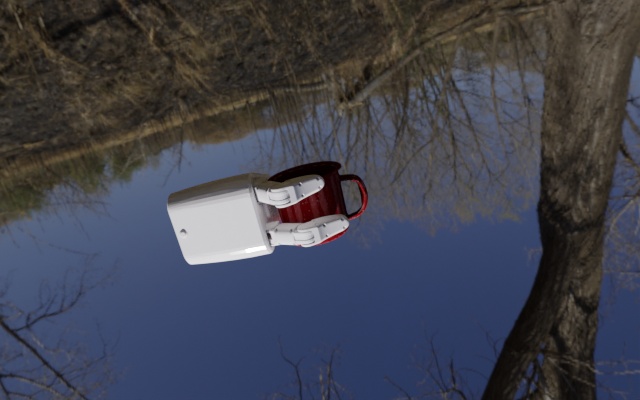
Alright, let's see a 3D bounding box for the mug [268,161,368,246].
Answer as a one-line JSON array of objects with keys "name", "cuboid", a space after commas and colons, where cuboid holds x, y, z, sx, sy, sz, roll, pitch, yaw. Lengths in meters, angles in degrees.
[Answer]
[{"name": "mug", "cuboid": [0.002, 0.002, 0.583, 0.117, 0.081, 0.093, -11, 17, 10]}]
